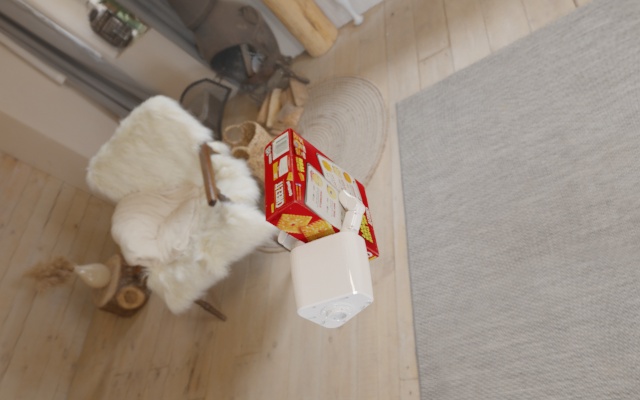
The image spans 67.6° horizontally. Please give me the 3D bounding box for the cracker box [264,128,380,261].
[{"bbox_3d":[0.000,0.002,0.808,0.072,0.164,0.214,-32,-45,26],"label":"cracker box"}]
